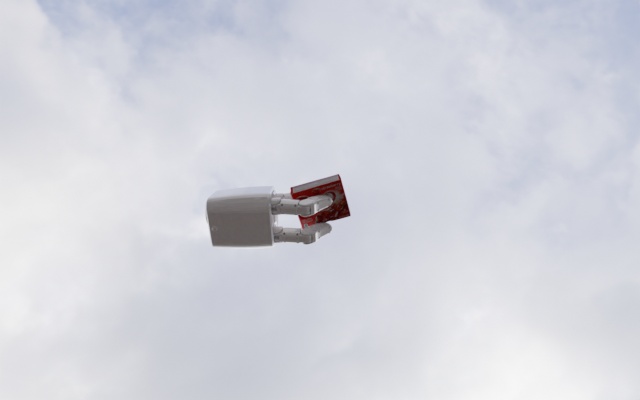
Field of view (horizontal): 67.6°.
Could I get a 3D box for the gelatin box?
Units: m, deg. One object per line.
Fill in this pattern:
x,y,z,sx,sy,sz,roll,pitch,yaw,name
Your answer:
0.000,0.002,0.814,0.089,0.073,0.030,-16,27,2,gelatin box
